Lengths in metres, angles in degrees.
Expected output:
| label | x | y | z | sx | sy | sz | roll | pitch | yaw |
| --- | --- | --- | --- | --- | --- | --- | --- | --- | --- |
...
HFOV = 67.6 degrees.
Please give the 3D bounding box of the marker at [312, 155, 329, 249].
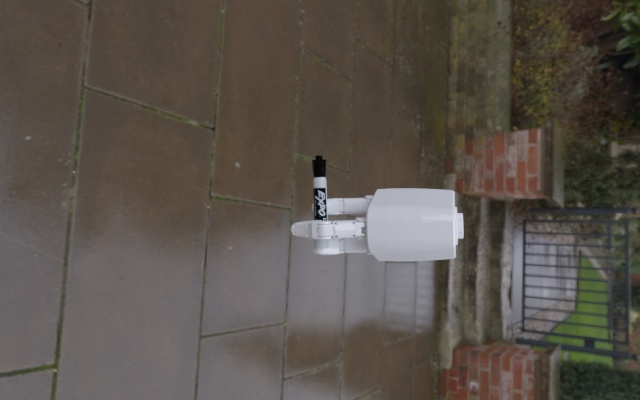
| label | x | y | z | sx | sy | sz | roll | pitch | yaw |
| --- | --- | --- | --- | --- | --- | --- | --- | --- | --- |
| marker | 0.000 | 0.002 | 0.623 | 0.020 | 0.121 | 0.020 | -2 | 2 | 0 |
